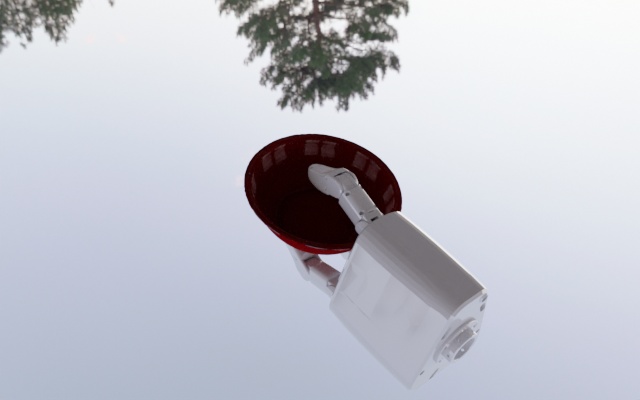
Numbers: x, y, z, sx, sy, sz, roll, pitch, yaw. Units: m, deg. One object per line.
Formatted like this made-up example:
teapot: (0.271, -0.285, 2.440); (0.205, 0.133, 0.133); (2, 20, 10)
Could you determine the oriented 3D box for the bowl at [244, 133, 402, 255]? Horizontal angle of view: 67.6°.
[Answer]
bowl: (0.000, 0.001, 0.500); (0.162, 0.162, 0.055); (0, -42, -13)
